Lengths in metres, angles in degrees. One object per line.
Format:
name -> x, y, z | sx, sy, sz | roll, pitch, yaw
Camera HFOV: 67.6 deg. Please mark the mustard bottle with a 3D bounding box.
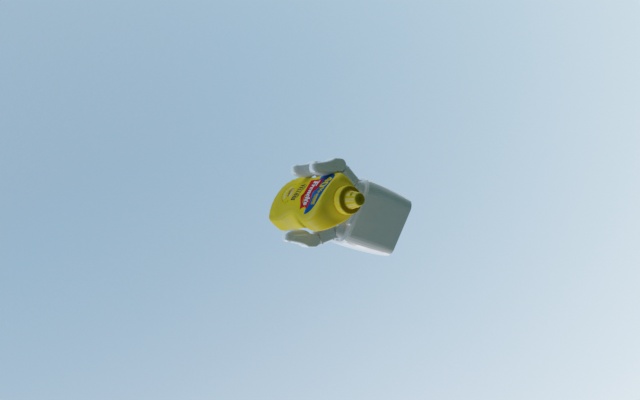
mustard bottle -> 0.000, 0.002, 0.723 | 0.058, 0.096, 0.191 | 47, -26, -24
